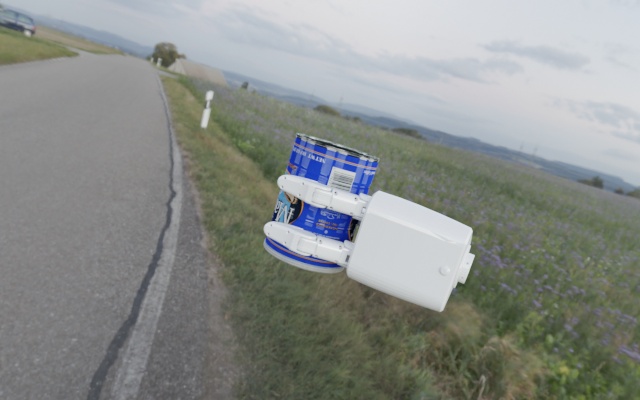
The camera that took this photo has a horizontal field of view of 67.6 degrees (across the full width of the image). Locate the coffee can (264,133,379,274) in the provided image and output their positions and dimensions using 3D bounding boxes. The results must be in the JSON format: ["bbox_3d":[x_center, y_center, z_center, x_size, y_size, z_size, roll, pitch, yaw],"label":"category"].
[{"bbox_3d":[0.000,0.002,0.570,0.103,0.140,0.103,17,10,-3],"label":"coffee can"}]
